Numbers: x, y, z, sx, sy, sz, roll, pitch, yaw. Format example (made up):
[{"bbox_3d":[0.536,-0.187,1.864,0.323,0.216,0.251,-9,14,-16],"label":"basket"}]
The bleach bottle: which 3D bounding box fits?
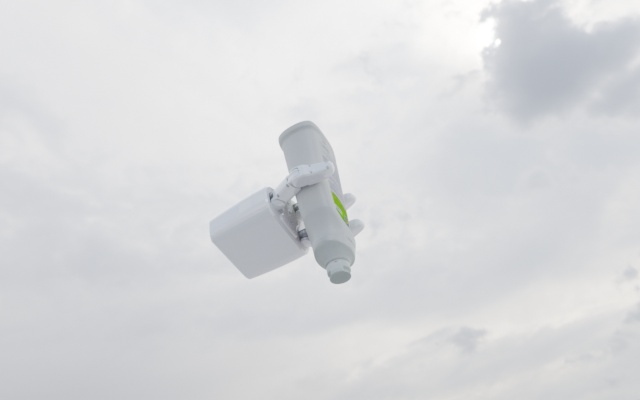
[{"bbox_3d":[0.000,0.002,0.676,0.068,0.250,0.103,-27,-44,15],"label":"bleach bottle"}]
